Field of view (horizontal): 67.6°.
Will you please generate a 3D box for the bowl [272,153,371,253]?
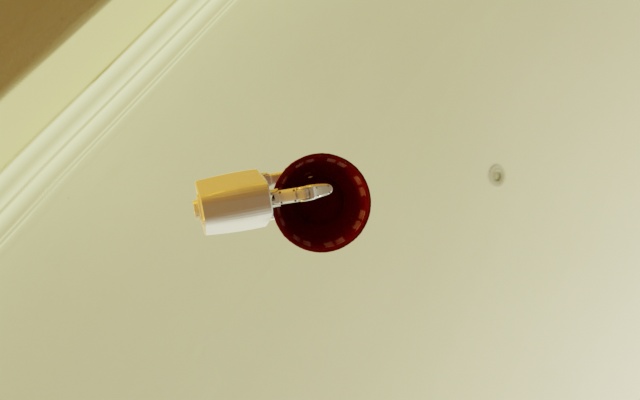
[{"bbox_3d":[0.001,0.003,0.794,0.162,0.162,0.055,0,4,-5],"label":"bowl"}]
